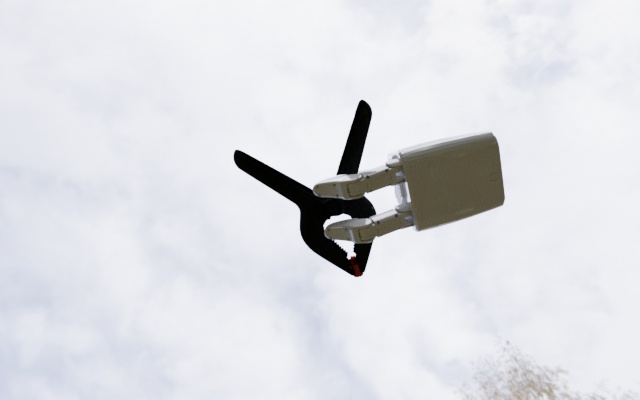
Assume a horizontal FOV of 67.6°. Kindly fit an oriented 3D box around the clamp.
[{"bbox_3d":[0.000,0.002,0.568,0.164,0.210,0.036,-14,21,3],"label":"clamp"}]
